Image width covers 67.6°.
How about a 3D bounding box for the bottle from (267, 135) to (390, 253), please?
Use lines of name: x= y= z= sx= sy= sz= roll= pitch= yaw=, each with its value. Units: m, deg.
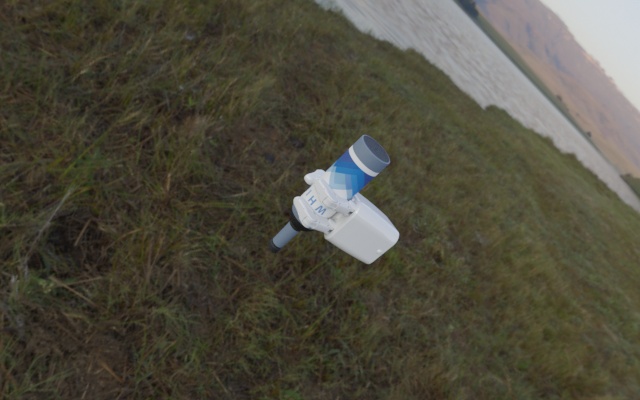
bottle: x=0.000 y=0.003 z=0.881 sx=0.296 sy=0.069 sz=0.069 roll=-44 pitch=-23 yaw=26
